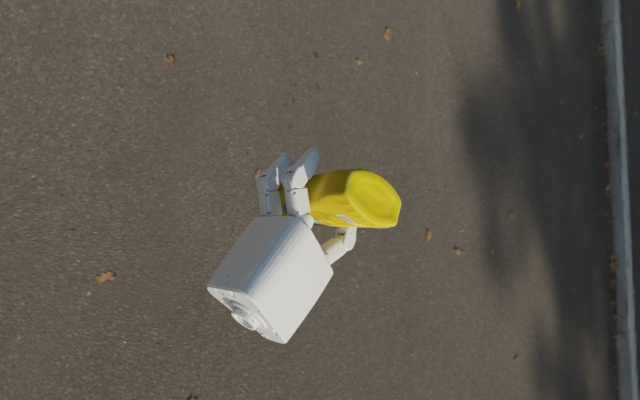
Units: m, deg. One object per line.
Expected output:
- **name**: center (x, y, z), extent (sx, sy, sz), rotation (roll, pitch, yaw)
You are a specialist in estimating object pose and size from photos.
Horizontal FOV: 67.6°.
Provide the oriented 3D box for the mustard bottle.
- **mustard bottle**: center (0.000, 0.002, 0.603), extent (0.096, 0.058, 0.191), rotation (27, -20, -37)
